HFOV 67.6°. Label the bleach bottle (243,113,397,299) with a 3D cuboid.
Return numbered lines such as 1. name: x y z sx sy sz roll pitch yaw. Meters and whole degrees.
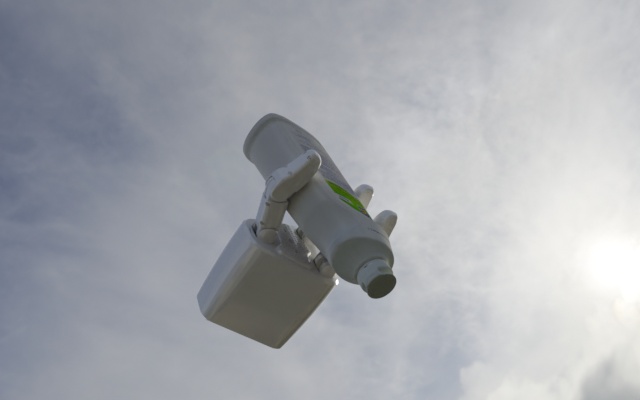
1. bleach bottle: 0.000 0.002 0.491 0.102 0.068 0.250 26 19 -37
